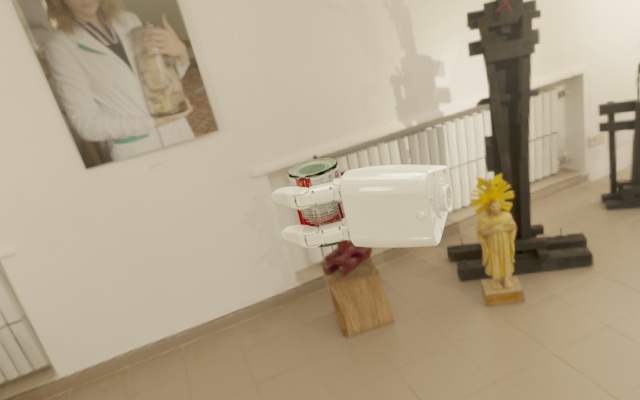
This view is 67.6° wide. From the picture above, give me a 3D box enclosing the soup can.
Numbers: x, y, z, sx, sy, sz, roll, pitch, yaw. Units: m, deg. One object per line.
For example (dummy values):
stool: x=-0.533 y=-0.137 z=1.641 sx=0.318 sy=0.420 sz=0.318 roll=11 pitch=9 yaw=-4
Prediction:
soup can: x=0.000 y=0.002 z=0.637 sx=0.068 sy=0.102 sz=0.068 roll=-12 pitch=21 yaw=4
